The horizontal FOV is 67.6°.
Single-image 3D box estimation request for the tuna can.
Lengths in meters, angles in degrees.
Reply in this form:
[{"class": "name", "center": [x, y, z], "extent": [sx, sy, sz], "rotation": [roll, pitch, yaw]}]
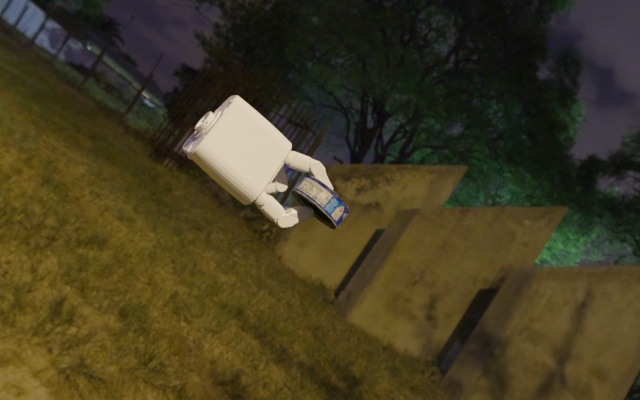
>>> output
[{"class": "tuna can", "center": [0.001, 0.002, 0.701], "extent": [0.086, 0.033, 0.086], "rotation": [39, -11, 9]}]
